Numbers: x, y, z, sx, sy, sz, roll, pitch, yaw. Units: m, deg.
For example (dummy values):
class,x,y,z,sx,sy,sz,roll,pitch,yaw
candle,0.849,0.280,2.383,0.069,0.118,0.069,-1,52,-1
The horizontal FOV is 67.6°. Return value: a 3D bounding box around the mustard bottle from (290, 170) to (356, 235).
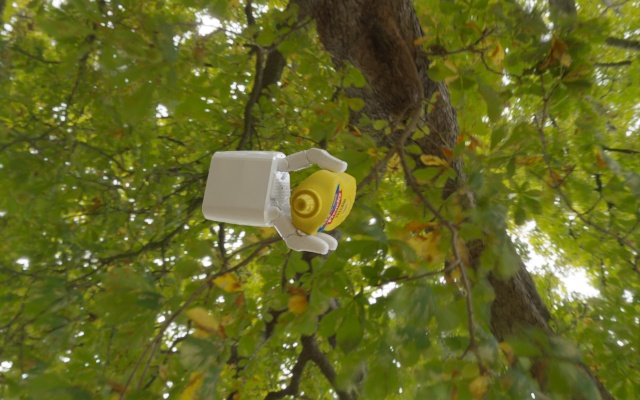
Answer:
class,x,y,z,sx,sy,sz,roll,pitch,yaw
mustard bottle,0.001,0.002,0.702,0.058,0.096,0.191,28,9,14
